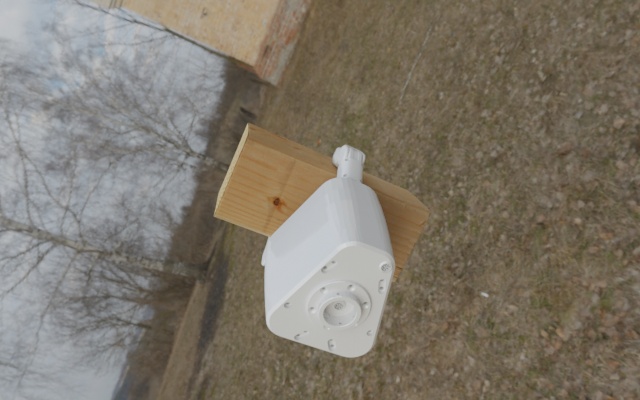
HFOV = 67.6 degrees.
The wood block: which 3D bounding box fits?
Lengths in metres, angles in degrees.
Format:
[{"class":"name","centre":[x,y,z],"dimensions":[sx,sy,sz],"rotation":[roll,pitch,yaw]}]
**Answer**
[{"class":"wood block","centre":[0.000,0.002,0.523],"dimensions":[0.206,0.091,0.090],"rotation":[22,13,-14]}]
